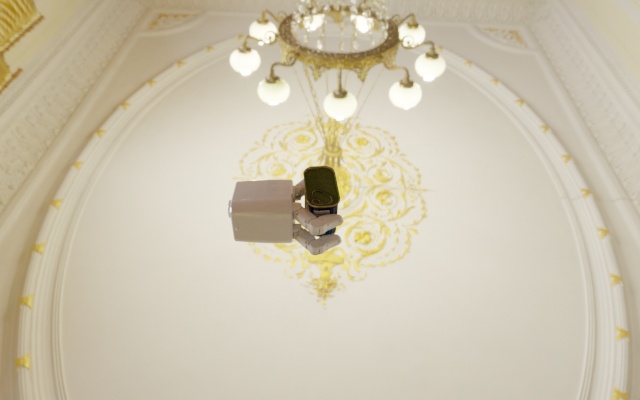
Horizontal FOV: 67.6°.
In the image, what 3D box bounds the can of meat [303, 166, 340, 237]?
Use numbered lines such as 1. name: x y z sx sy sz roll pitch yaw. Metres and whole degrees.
1. can of meat: 0.000 0.003 0.854 0.057 0.102 0.084 -4 -45 -6
